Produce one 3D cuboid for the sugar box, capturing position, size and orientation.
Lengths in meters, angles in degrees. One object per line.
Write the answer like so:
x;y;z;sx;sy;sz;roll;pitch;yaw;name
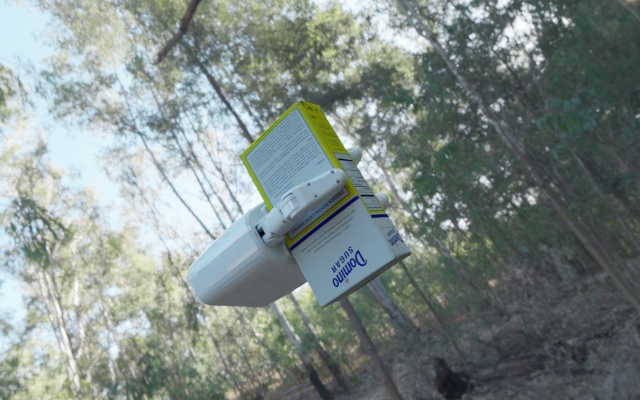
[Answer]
0.000;0.001;0.459;0.093;0.176;0.048;-38;-16;27;sugar box
